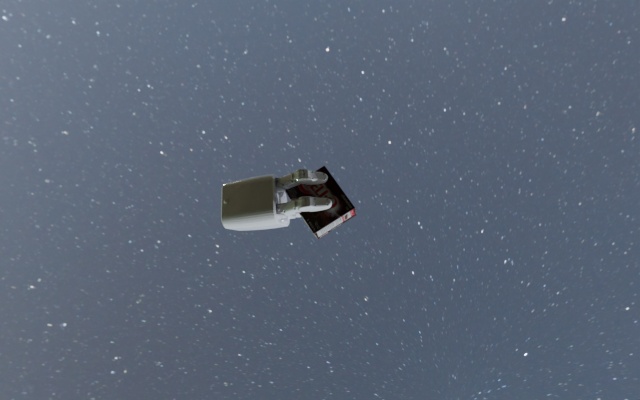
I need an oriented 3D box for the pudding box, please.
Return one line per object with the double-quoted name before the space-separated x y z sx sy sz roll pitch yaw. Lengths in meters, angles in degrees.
"pudding box" 0.000 0.003 0.893 0.090 0.113 0.039 -32 -25 -5
